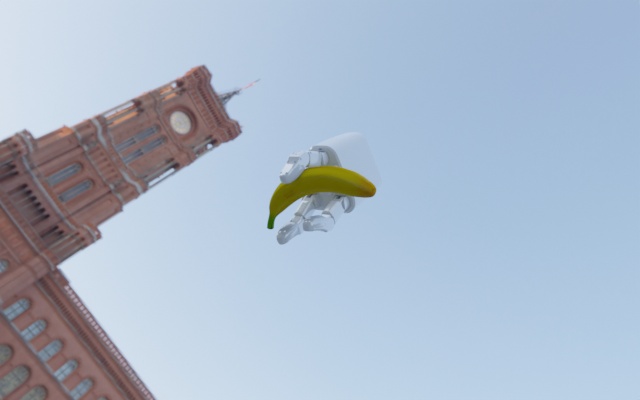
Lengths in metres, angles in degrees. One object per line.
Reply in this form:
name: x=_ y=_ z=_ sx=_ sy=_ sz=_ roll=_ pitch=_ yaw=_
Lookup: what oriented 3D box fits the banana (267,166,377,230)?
banana: x=-0.009 y=-0.015 z=0.687 sx=0.198 sy=0.069 sz=0.037 roll=-19 pitch=-1 yaw=37
